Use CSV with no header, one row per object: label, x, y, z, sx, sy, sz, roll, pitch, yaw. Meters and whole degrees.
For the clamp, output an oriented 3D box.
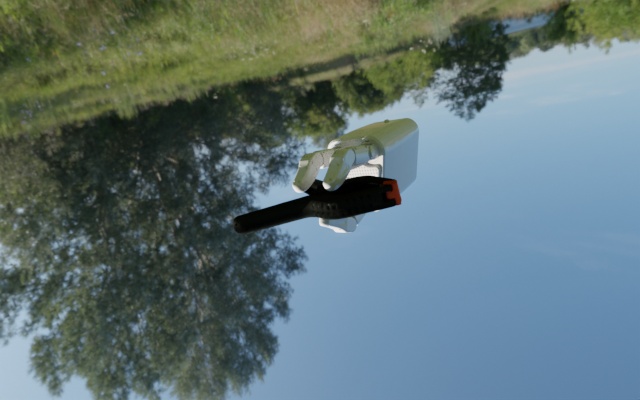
clamp,0.001,0.003,0.606,0.210,0.036,0.164,-1,23,43
